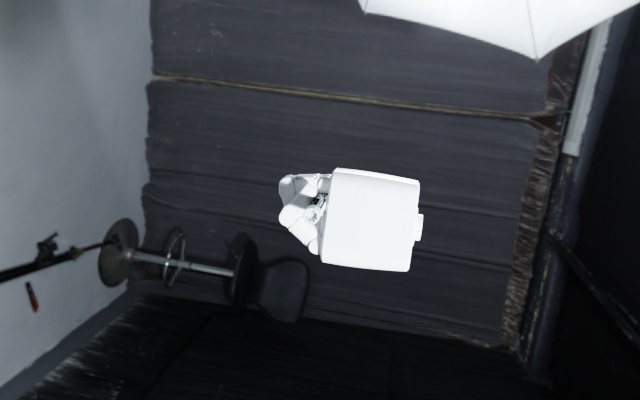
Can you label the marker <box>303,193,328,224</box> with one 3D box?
[{"bbox_3d":[0.000,0.002,0.577,0.020,0.020,0.121,0,15,10],"label":"marker"}]
